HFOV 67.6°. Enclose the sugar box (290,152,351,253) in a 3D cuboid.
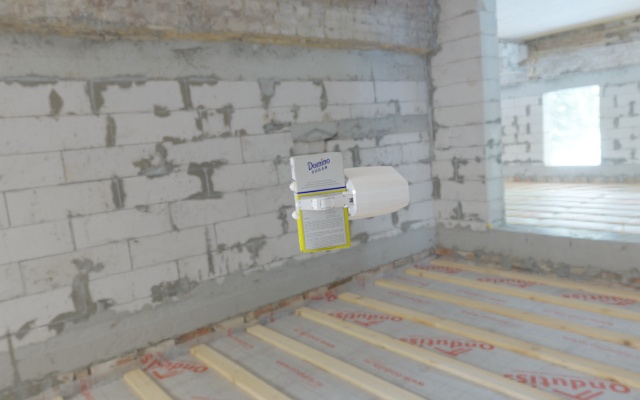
[{"bbox_3d":[0.000,0.003,0.878,0.093,0.176,0.048,-7,8,-10],"label":"sugar box"}]
